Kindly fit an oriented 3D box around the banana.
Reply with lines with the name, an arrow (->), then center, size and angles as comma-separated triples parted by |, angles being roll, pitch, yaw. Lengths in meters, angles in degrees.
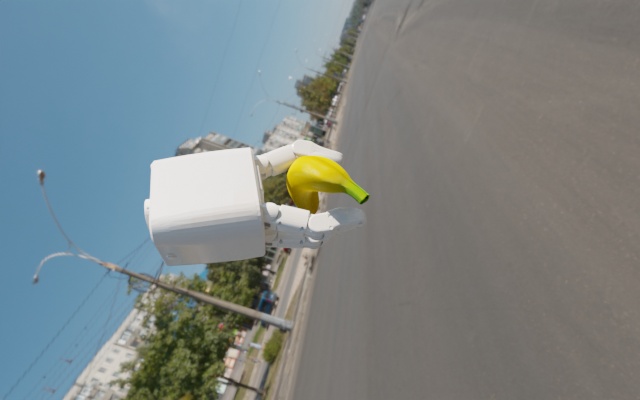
banana -> -0.009, -0.014, 0.522 | 0.037, 0.069, 0.198 | -34, 5, -14
